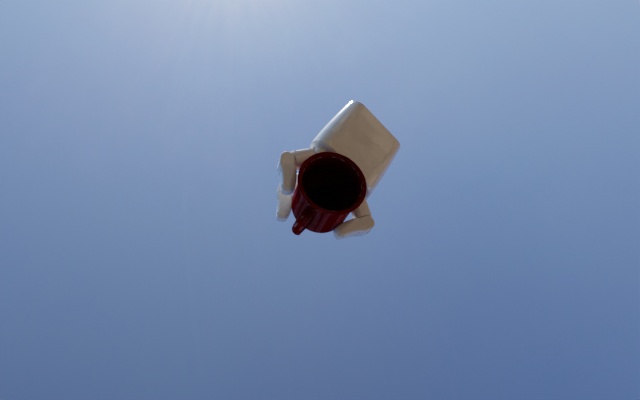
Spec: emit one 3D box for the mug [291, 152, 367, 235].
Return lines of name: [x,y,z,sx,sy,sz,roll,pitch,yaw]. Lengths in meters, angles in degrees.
mug: [-0.001,0.003,0.646,0.093,0.117,0.081,35,-30,4]
